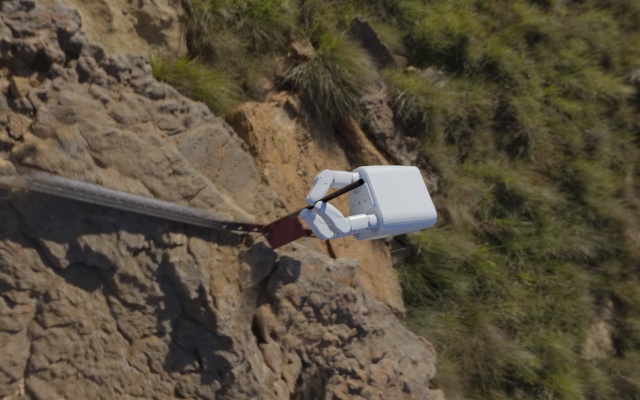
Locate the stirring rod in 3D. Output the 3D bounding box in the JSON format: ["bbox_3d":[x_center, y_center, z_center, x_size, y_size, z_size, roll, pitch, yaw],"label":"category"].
[{"bbox_3d":[0.000,0.002,0.684,0.011,0.011,0.239,0,-12,-25],"label":"stirring rod"}]
